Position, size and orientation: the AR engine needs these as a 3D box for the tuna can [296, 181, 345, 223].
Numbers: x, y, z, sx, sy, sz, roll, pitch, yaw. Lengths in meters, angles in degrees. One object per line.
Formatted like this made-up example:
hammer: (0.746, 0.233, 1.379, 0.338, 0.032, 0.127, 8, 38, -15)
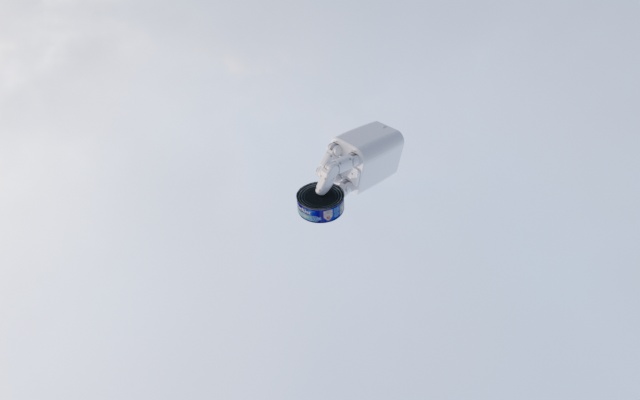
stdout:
tuna can: (0.000, 0.003, 0.850, 0.086, 0.034, 0.086, -2, 36, 1)
